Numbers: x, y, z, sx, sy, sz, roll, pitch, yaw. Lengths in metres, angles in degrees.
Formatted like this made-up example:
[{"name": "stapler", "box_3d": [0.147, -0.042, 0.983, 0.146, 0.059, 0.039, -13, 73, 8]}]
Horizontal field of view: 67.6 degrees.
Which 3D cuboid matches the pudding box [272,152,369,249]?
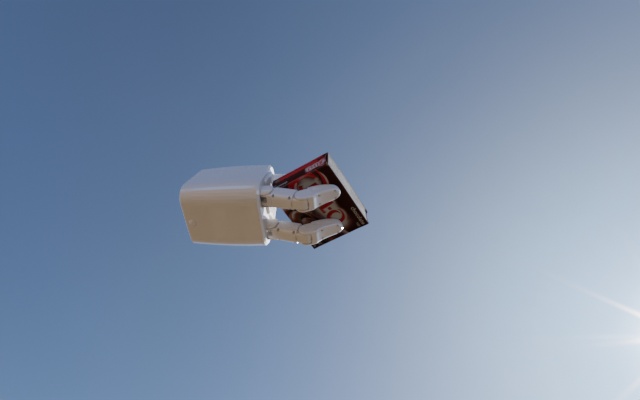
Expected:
[{"name": "pudding box", "box_3d": [0.000, 0.002, 0.651, 0.090, 0.113, 0.039, -26, 31, 20]}]
